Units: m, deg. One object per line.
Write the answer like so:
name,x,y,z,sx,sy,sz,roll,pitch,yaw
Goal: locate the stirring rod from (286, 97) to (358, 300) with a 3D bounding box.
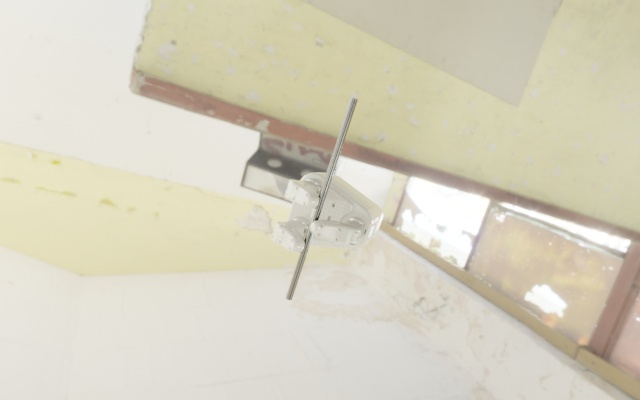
stirring rod,0.000,0.002,0.539,0.011,0.239,0.011,18,9,-3
